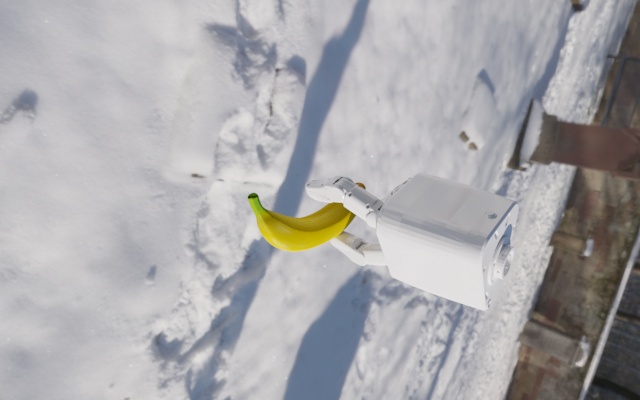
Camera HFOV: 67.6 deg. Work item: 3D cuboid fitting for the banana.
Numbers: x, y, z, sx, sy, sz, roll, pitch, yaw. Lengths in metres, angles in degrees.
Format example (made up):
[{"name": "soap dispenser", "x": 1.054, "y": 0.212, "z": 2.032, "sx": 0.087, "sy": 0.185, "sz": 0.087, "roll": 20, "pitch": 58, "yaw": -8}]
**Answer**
[{"name": "banana", "x": -0.005, "y": 0.020, "z": 0.548, "sx": 0.037, "sy": 0.070, "sz": 0.198, "roll": 18, "pitch": 16, "yaw": 35}]
